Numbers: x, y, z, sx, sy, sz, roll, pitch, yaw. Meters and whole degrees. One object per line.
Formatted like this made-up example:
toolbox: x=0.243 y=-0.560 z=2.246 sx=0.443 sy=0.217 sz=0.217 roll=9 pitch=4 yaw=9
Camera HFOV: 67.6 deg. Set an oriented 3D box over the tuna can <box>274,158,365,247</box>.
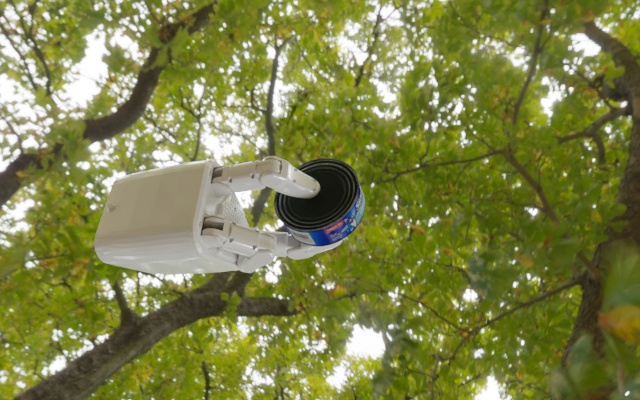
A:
tuna can: x=0.000 y=0.002 z=0.469 sx=0.086 sy=0.086 sz=0.034 roll=0 pitch=-35 yaw=22
